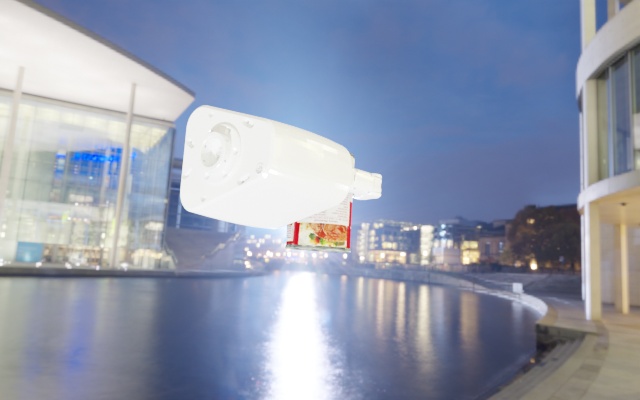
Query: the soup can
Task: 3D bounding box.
[{"bbox_3d":[0.000,0.001,0.500,0.068,0.102,0.068,3,-8,0],"label":"soup can"}]
